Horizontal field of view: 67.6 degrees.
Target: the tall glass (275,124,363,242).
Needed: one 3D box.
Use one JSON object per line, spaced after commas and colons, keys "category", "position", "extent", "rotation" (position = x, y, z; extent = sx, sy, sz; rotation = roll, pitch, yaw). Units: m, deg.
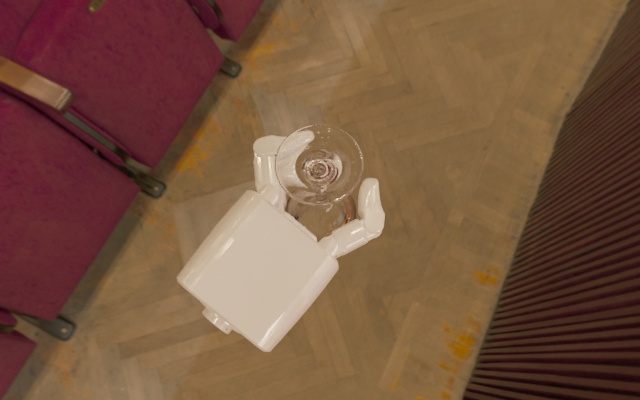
{"category": "tall glass", "position": [0.000, 0.001, 0.491], "extent": [0.079, 0.079, 0.201], "rotation": [0, -19, 1]}
